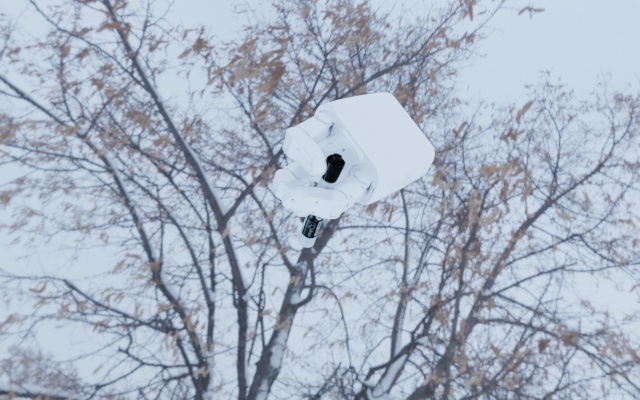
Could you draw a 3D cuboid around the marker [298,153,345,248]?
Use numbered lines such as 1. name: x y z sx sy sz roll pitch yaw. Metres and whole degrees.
1. marker: 0.000 0.002 0.485 0.020 0.121 0.020 12 40 -10
